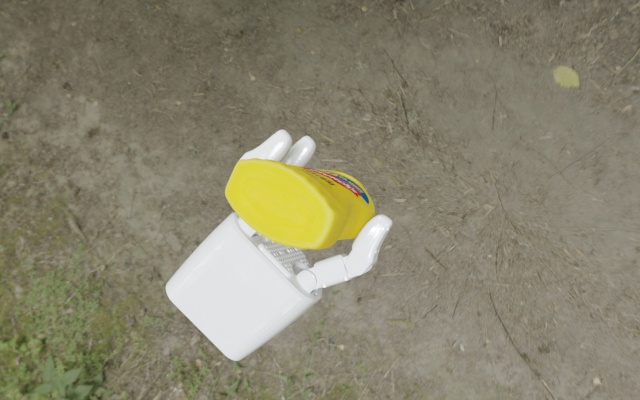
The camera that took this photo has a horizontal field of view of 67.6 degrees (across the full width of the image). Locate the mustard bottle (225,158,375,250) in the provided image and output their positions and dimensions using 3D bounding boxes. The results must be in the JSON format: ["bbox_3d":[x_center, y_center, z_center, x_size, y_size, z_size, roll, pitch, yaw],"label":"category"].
[{"bbox_3d":[0.000,0.001,0.447,0.096,0.058,0.191,27,10,19],"label":"mustard bottle"}]
